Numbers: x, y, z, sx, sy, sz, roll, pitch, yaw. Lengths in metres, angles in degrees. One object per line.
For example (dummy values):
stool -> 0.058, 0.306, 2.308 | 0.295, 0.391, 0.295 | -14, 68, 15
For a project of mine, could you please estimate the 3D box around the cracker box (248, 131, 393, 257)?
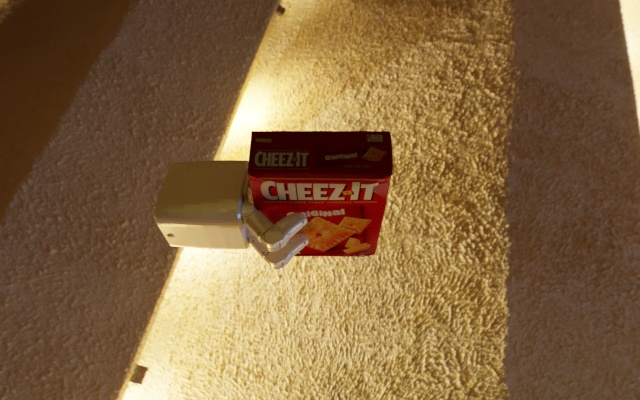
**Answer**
cracker box -> 0.000, 0.002, 0.626 | 0.164, 0.072, 0.214 | 0, -31, 0
